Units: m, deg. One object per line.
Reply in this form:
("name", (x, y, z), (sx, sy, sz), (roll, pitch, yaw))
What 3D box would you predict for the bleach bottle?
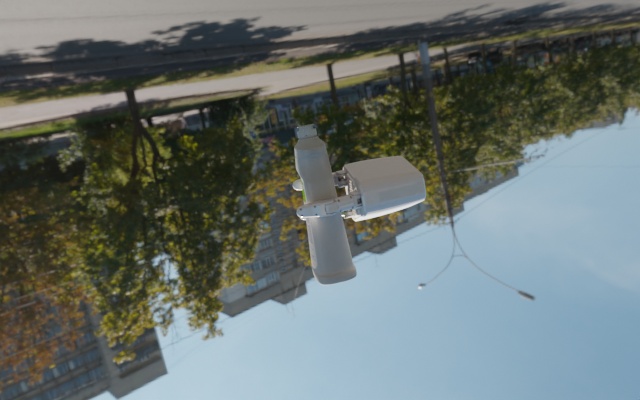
("bleach bottle", (0.000, 0.003, 0.777), (0.068, 0.251, 0.102), (-12, 11, -9))
